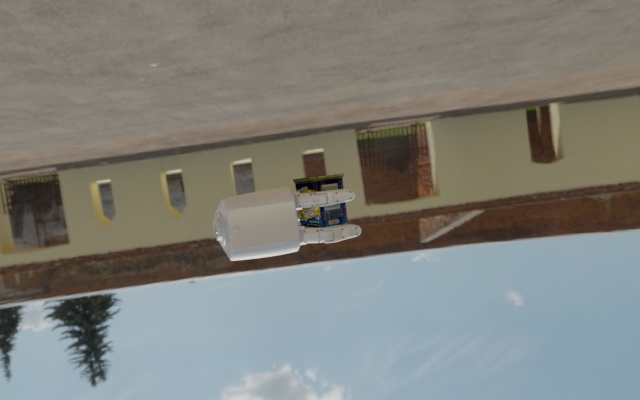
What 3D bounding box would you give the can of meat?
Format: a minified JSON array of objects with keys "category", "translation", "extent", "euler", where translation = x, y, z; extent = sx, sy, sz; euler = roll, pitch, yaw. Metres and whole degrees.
[{"category":"can of meat","translation":[0.000,0.003,0.769],"extent":[0.057,0.084,0.102],"euler":[-8,3,-26]}]
